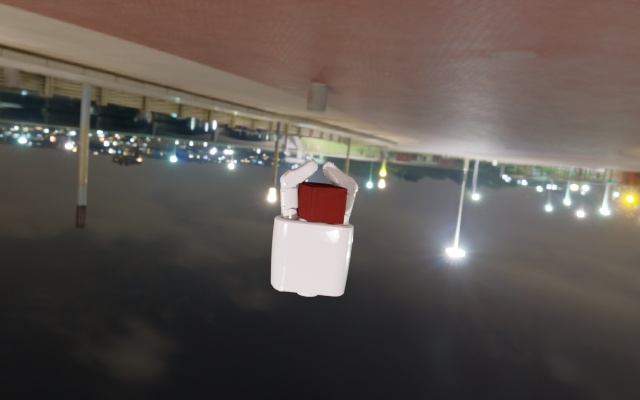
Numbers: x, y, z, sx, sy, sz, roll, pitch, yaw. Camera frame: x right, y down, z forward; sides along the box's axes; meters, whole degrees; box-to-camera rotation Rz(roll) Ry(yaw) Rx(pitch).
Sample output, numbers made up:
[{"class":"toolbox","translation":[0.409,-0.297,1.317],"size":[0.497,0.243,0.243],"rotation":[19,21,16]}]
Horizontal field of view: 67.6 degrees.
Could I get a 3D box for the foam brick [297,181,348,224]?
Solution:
[{"class":"foam brick","translation":[0.000,0.002,0.682],"size":[0.053,0.051,0.078],"rotation":[5,5,-17]}]
